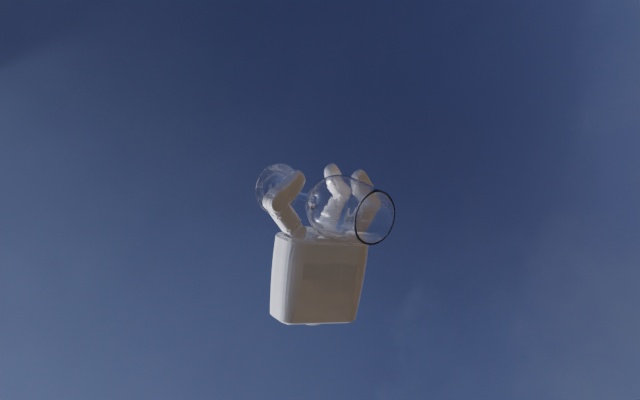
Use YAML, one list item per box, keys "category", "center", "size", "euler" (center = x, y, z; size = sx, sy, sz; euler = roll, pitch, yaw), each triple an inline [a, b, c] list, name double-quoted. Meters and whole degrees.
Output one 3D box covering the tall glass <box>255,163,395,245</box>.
- category: "tall glass"
  center: [0.000, 0.002, 0.599]
  size: [0.079, 0.079, 0.201]
  euler: [0, 10, -38]
